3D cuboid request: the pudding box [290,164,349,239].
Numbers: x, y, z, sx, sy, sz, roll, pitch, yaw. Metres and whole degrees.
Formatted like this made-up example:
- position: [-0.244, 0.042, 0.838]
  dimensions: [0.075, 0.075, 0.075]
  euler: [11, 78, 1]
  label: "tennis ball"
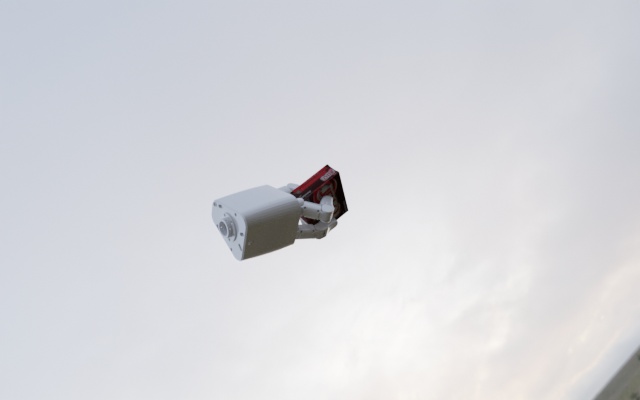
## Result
- position: [0.000, 0.003, 0.862]
  dimensions: [0.090, 0.114, 0.039]
  euler: [-38, 54, -17]
  label: "pudding box"
